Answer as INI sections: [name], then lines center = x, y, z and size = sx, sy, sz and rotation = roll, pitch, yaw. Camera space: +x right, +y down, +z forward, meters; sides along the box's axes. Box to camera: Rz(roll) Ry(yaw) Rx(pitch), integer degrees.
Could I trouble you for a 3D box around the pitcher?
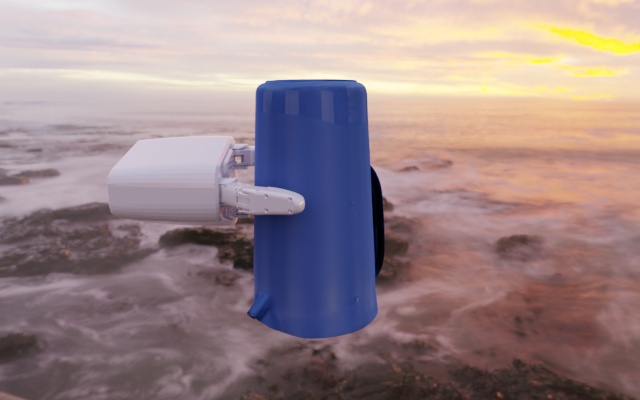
[pitcher]
center = 0.000, 0.002, 0.492
size = 0.145, 0.243, 0.149
rotation = 0, 12, 3
